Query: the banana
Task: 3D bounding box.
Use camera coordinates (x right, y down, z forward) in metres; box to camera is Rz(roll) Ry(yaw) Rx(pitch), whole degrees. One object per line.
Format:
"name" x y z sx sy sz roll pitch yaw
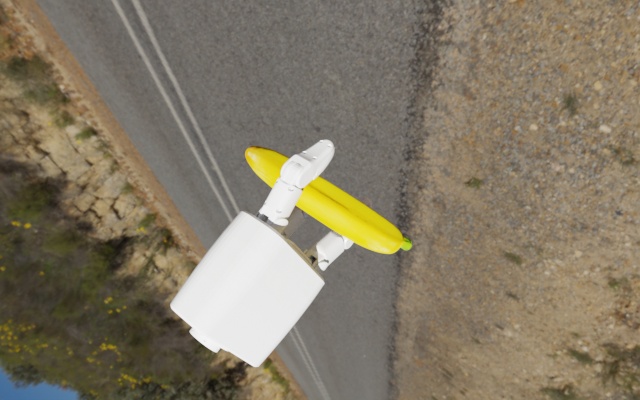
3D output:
"banana" 0.003 0.001 0.466 0.198 0.037 0.069 33 -5 4
